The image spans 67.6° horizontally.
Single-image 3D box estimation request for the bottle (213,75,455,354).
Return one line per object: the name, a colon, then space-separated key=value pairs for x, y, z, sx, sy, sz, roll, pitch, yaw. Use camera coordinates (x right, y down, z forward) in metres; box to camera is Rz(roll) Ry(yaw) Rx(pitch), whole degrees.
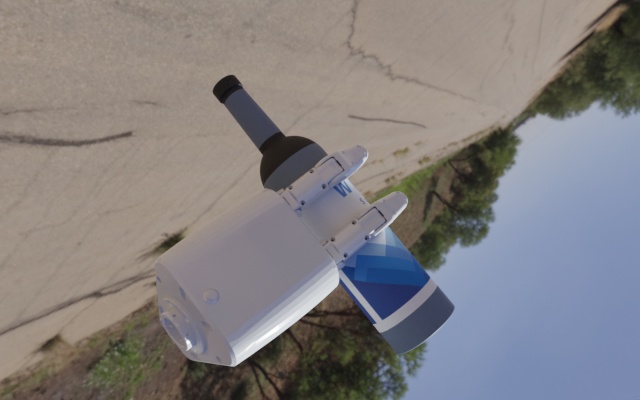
bottle: x=0.000 y=0.002 z=0.440 sx=0.069 sy=0.295 sz=0.069 roll=-39 pitch=-7 yaw=-6
